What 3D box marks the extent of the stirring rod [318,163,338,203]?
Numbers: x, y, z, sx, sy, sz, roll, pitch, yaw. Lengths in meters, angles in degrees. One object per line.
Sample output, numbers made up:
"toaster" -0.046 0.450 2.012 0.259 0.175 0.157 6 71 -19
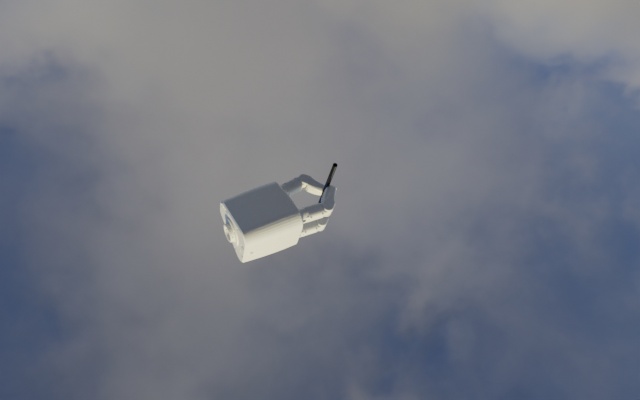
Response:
"stirring rod" 0.000 0.003 0.897 0.011 0.011 0.240 0 -31 -14
